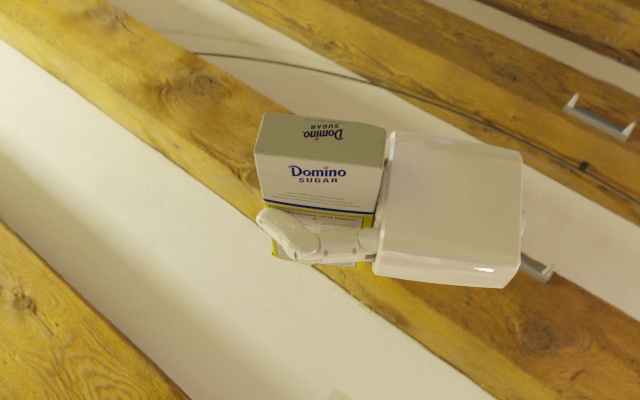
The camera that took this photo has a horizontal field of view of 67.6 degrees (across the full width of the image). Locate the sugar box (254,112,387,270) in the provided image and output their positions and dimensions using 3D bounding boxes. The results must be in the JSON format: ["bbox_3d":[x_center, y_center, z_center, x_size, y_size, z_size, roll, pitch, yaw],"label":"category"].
[{"bbox_3d":[0.000,0.001,0.410,0.093,0.048,0.176,8,-33,3],"label":"sugar box"}]
